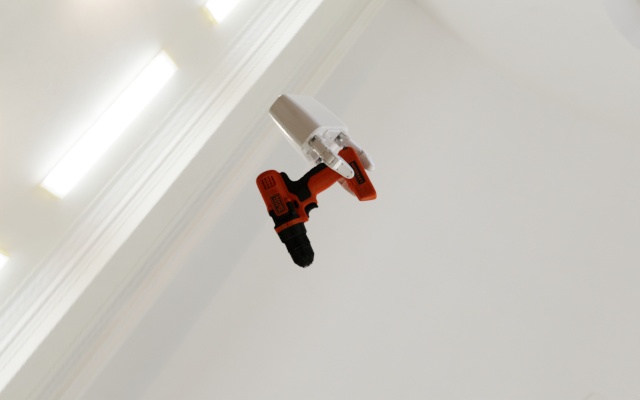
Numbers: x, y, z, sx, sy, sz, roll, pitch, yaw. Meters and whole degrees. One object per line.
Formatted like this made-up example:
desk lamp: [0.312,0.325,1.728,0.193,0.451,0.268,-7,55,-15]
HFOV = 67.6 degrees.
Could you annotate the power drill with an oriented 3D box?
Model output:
power drill: [0.000,0.002,0.837,0.187,0.184,0.057,-26,-7,-2]
